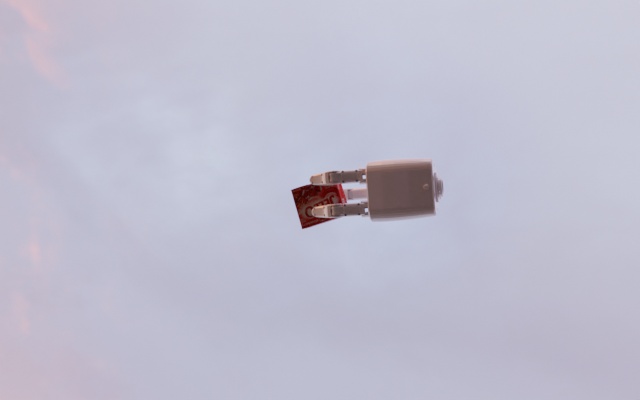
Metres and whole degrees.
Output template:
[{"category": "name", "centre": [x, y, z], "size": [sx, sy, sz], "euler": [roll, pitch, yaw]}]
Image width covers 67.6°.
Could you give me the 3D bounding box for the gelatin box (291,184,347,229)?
[{"category": "gelatin box", "centre": [0.000, 0.003, 0.831], "size": [0.089, 0.073, 0.030], "euler": [-18, -5, 24]}]
